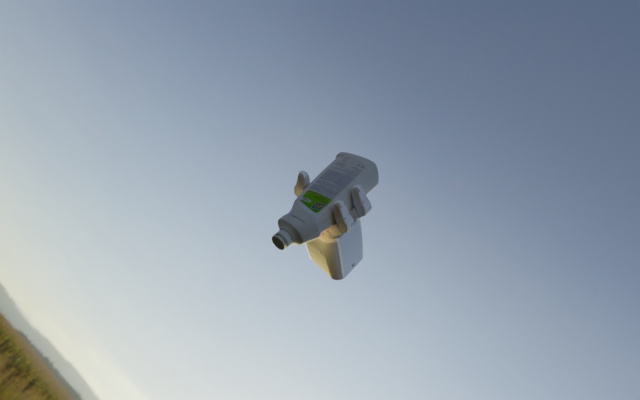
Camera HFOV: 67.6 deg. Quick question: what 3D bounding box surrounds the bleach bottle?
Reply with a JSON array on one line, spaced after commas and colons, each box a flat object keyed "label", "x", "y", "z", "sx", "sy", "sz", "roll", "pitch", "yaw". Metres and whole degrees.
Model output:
[{"label": "bleach bottle", "x": 0.000, "y": 0.003, "z": 0.875, "sx": 0.102, "sy": 0.068, "sz": 0.250, "roll": 20, "pitch": 45, "yaw": 35}]
